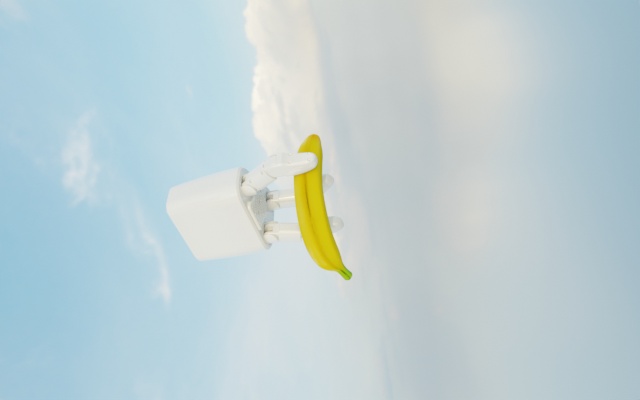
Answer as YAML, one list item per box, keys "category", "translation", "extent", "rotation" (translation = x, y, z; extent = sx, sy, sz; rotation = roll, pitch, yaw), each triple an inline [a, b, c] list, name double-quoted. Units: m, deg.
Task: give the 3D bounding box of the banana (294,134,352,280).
- category: "banana"
  translation: [-0.006, 0.002, 0.589]
  extent: [0.037, 0.197, 0.069]
  rotation: [-17, -16, 20]
